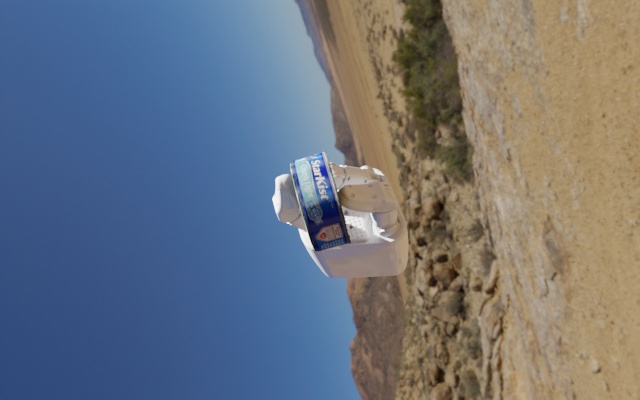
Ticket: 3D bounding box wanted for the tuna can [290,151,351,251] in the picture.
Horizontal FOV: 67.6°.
[{"bbox_3d":[-0.001,0.002,0.426,0.034,0.086,0.086,-16,0,1],"label":"tuna can"}]
